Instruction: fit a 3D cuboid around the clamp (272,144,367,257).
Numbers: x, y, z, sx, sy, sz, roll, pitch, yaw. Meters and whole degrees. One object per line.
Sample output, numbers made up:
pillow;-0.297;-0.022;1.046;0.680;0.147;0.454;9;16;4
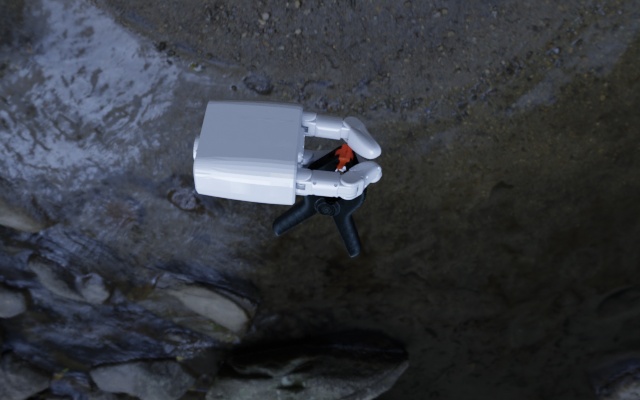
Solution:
clamp;0.000;0.002;0.586;0.120;0.172;0.039;6;42;0
